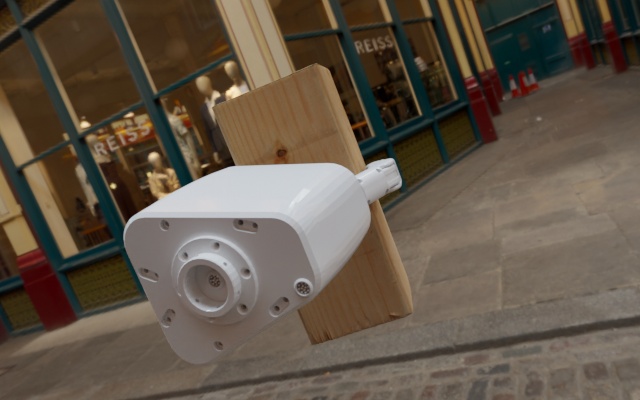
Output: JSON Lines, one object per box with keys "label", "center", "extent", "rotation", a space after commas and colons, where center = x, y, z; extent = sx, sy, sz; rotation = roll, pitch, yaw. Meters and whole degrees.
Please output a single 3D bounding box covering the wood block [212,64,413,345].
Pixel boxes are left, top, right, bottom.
{"label": "wood block", "center": [0.000, 0.001, 0.409], "extent": [0.091, 0.206, 0.090], "rotation": [-20, 9, 10]}
